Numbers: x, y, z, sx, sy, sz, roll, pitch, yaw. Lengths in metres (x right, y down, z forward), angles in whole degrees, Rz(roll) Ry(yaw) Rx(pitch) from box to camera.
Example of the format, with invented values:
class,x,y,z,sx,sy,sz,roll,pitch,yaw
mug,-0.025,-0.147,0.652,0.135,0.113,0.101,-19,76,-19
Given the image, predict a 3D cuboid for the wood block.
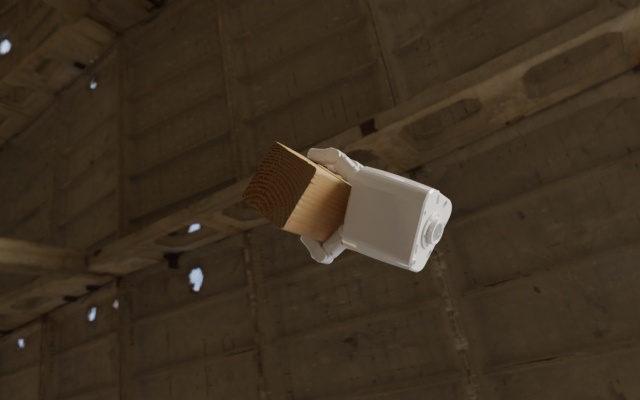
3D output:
class,x,y,z,sx,sy,sz,roll,pitch,yaw
wood block,0.000,0.003,0.690,0.090,0.091,0.206,35,7,35
